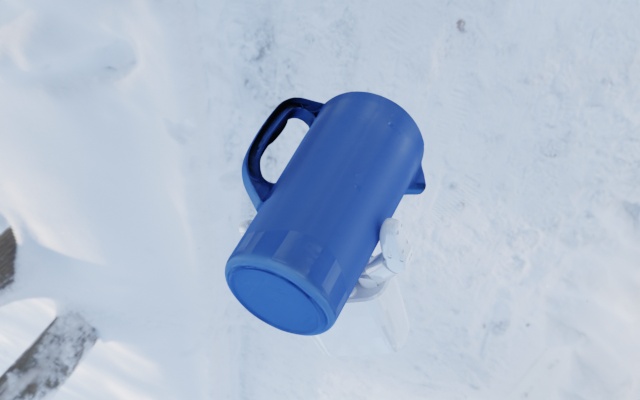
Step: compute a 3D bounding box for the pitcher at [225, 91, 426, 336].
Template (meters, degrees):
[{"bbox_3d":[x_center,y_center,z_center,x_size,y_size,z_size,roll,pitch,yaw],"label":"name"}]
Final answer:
[{"bbox_3d":[0.000,0.002,0.482,0.149,0.145,0.242,3,43,30],"label":"pitcher"}]
